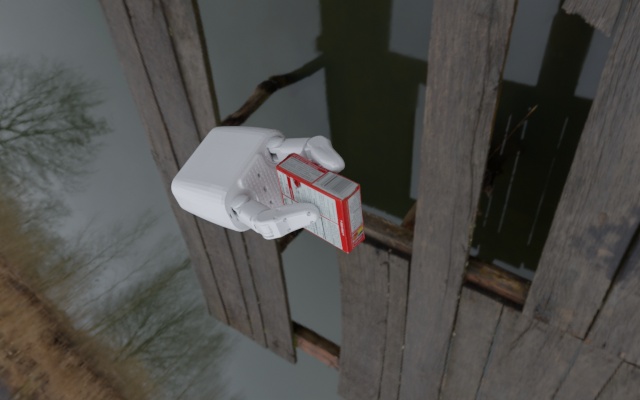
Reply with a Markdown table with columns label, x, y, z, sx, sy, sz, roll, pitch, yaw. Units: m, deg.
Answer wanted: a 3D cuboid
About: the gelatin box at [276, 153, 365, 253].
| label | x | y | z | sx | sy | sz | roll | pitch | yaw |
| --- | --- | --- | --- | --- | --- | --- | --- | --- | --- |
| gelatin box | 0.000 | 0.002 | 0.469 | 0.089 | 0.073 | 0.030 | 28 | 54 | 34 |
